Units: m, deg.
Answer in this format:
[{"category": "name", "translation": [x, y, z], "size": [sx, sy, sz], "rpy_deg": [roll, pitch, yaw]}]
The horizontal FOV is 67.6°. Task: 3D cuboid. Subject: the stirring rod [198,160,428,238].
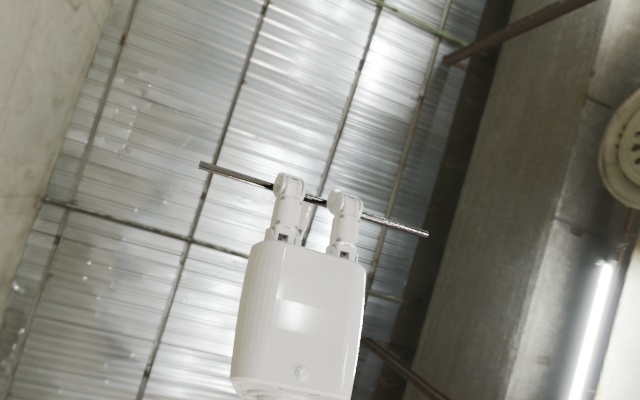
[{"category": "stirring rod", "translation": [0.000, 0.002, 0.467], "size": [0.239, 0.011, 0.011], "rpy_deg": [17, -5, -16]}]
